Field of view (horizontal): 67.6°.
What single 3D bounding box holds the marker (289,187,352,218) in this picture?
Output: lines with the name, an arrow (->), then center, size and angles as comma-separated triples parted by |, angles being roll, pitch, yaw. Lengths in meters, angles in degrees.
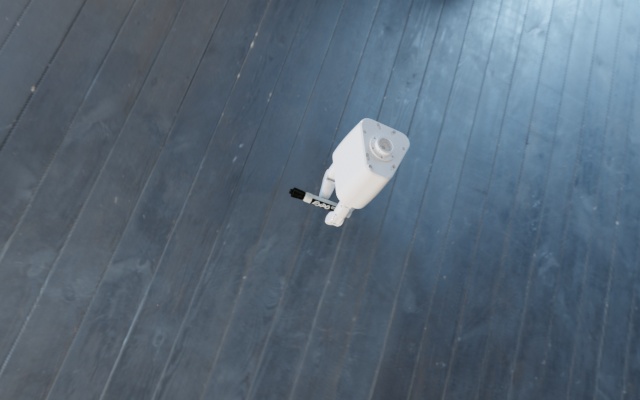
marker -> 0.000, 0.003, 0.869 | 0.121, 0.020, 0.020 | 20, -5, -13
